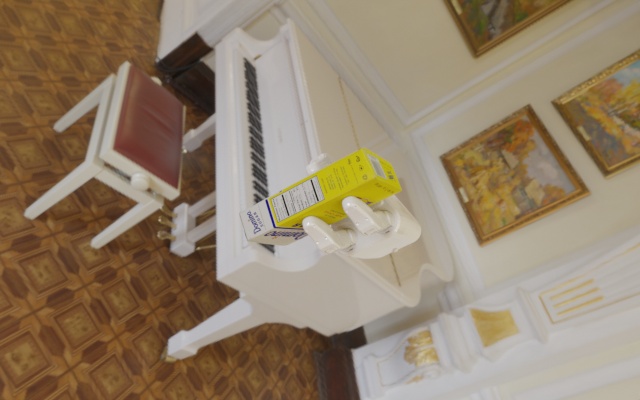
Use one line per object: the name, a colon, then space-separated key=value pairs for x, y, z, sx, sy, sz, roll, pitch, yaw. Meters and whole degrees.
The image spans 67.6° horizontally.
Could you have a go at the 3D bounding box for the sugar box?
sugar box: x=0.000 y=0.002 z=0.576 sx=0.176 sy=0.048 sz=0.093 roll=-29 pitch=-21 yaw=21
